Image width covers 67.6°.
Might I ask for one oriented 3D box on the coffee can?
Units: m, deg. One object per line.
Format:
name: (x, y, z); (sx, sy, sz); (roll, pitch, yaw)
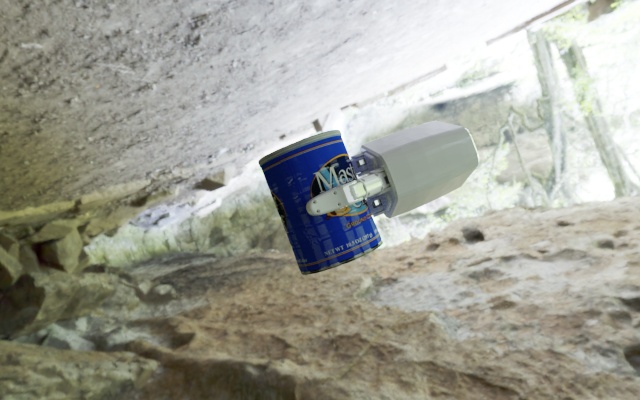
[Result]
coffee can: (0.000, 0.002, 0.555); (0.103, 0.140, 0.103); (-21, 1, 0)
